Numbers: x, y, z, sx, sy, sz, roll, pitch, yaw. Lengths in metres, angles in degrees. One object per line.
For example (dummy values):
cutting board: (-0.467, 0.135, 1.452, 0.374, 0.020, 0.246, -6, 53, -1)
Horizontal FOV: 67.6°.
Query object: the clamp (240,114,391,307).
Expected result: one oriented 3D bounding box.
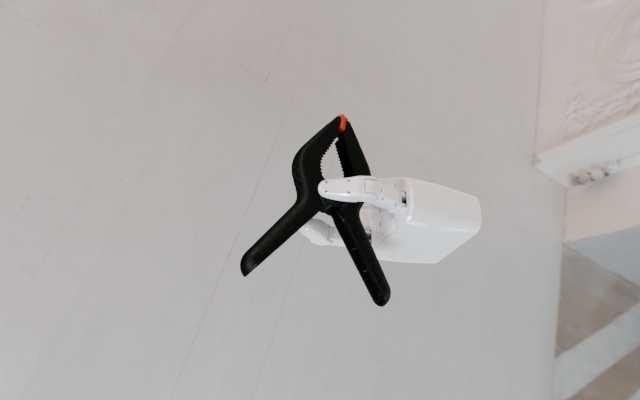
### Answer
clamp: (0.001, 0.001, 0.510, 0.164, 0.210, 0.036, 10, -21, -24)
